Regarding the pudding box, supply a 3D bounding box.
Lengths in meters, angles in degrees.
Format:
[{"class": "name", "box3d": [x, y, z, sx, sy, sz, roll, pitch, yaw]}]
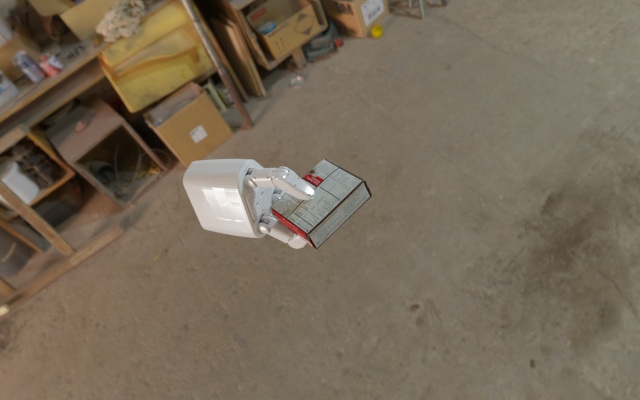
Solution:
[{"class": "pudding box", "box3d": [0.000, 0.002, 0.662, 0.090, 0.113, 0.039, 34, -18, 42]}]
